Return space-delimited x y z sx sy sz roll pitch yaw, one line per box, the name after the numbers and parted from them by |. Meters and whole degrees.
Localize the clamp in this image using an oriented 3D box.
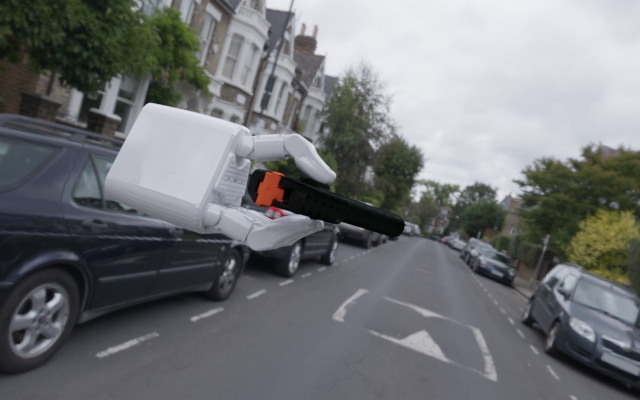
0.000 0.001 0.458 0.164 0.036 0.210 19 2 11 | clamp
